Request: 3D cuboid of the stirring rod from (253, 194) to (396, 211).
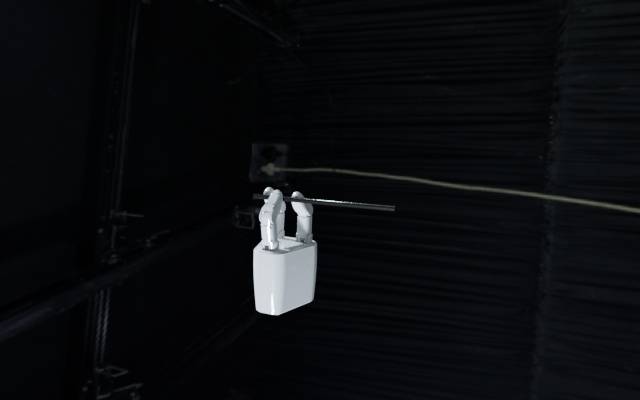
[{"bbox_3d":[0.000,0.003,0.755,0.239,0.011,0.011,5,2,22],"label":"stirring rod"}]
